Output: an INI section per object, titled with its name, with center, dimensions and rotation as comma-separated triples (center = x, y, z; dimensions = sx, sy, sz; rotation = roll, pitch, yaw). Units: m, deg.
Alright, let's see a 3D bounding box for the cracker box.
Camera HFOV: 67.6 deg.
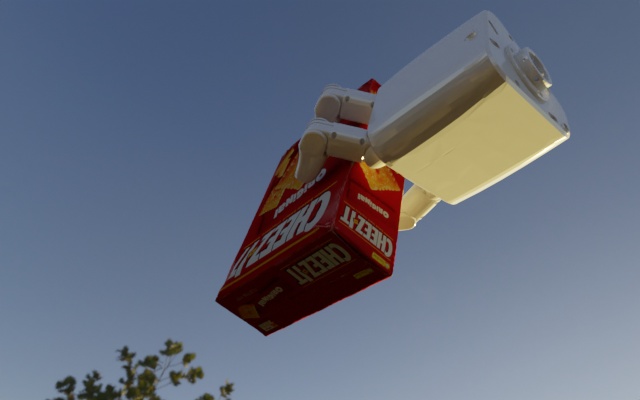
[cracker box]
center = 0.000, 0.001, 0.459
dimensions = 0.072, 0.213, 0.164
rotation = 39, -49, -19
